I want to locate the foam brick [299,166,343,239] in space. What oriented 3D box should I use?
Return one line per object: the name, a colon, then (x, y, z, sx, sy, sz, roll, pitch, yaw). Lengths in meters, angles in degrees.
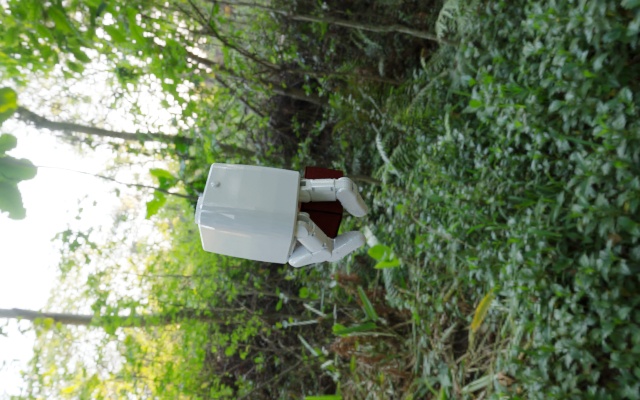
foam brick: (0.000, 0.002, 0.612, 0.051, 0.078, 0.053, 7, -43, -4)
